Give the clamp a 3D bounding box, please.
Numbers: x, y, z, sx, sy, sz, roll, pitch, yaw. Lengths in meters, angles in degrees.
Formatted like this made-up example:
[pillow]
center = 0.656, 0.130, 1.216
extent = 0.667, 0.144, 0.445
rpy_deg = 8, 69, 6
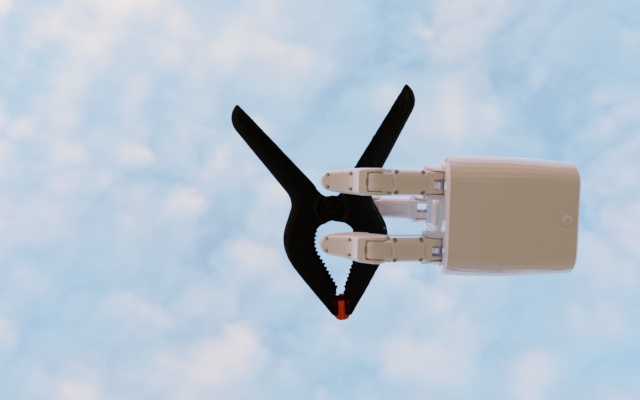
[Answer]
[clamp]
center = 0.000, 0.002, 0.435
extent = 0.164, 0.210, 0.036
rpy_deg = 1, 4, 6
